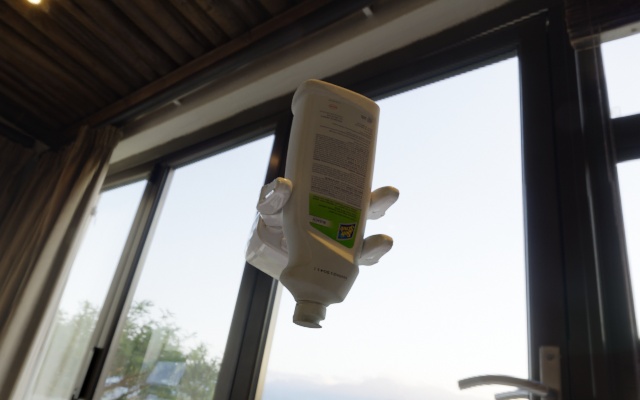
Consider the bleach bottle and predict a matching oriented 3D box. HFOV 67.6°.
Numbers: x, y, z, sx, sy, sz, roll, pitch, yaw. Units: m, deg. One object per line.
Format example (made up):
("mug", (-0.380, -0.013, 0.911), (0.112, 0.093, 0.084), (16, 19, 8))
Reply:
("bleach bottle", (0.000, 0.002, 0.493), (0.102, 0.250, 0.068), (16, -25, -13))
